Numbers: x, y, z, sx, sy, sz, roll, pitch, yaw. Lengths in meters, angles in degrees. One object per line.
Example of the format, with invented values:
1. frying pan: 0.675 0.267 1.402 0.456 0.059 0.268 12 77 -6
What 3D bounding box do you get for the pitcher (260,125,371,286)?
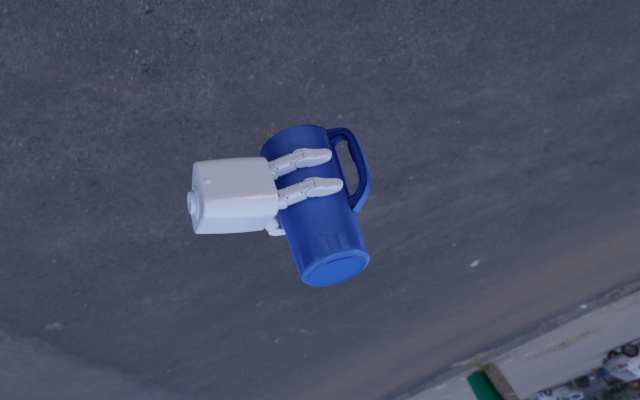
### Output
1. pitcher: 0.000 0.003 0.762 0.145 0.242 0.149 -4 -33 -23
